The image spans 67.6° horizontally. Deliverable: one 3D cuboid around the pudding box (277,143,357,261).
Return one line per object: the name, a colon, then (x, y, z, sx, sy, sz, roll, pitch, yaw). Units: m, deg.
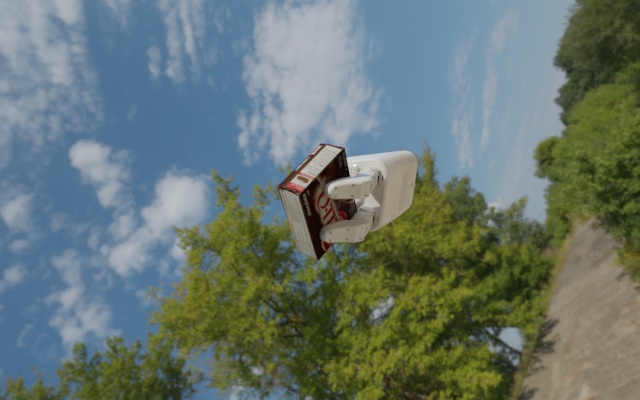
pudding box: (0.000, 0.002, 0.573, 0.039, 0.114, 0.090, 17, 50, 33)
